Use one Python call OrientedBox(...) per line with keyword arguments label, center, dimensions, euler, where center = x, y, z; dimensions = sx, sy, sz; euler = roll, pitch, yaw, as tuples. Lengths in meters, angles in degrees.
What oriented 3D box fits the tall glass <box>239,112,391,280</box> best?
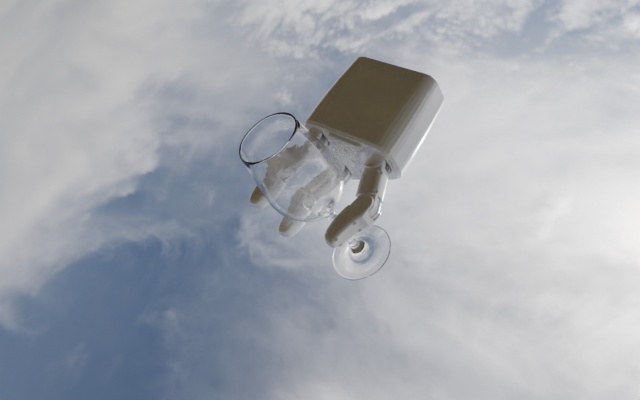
OrientedBox(label="tall glass", center=(0.000, 0.002, 0.488), dimensions=(0.079, 0.079, 0.201), euler=(0, -35, 36))
